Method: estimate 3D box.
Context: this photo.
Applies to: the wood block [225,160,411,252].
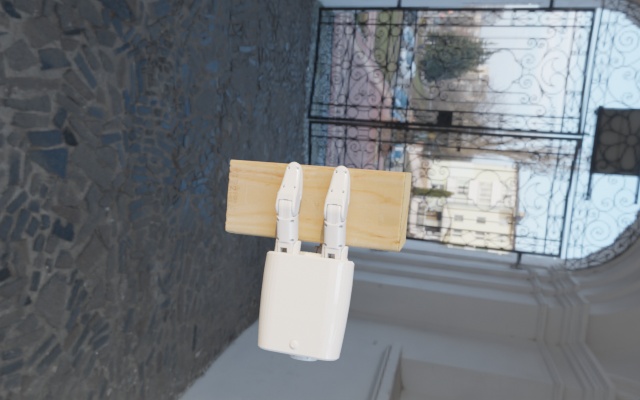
[{"bbox_3d":[0.000,0.002,0.582,0.206,0.090,0.091,5,3,14],"label":"wood block"}]
